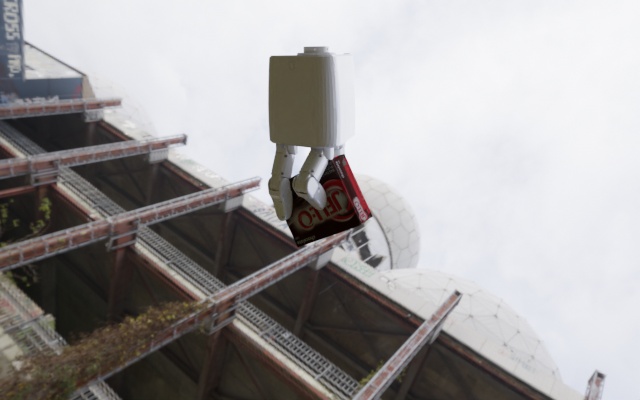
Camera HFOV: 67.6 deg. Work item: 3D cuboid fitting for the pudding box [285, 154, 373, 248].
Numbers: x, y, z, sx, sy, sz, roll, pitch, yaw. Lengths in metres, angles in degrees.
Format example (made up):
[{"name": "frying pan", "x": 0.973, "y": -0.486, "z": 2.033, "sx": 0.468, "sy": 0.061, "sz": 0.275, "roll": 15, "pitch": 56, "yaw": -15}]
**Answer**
[{"name": "pudding box", "x": 0.000, "y": 0.002, "z": 0.619, "sx": 0.113, "sy": 0.090, "sz": 0.039, "roll": -23, "pitch": 1, "yaw": 39}]
